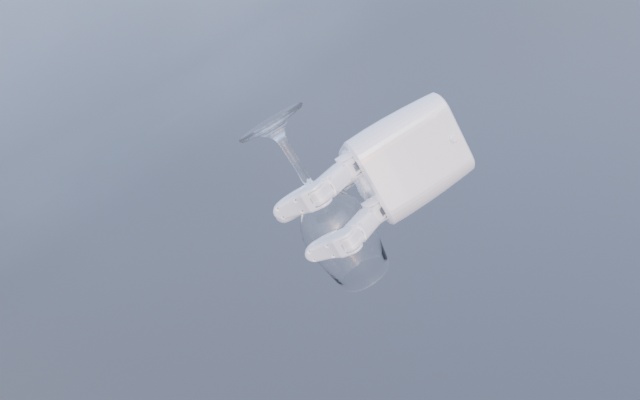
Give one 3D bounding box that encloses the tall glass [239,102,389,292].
[{"bbox_3d":[0.000,0.001,0.507,0.079,0.201,0.079,-28,17,10],"label":"tall glass"}]
